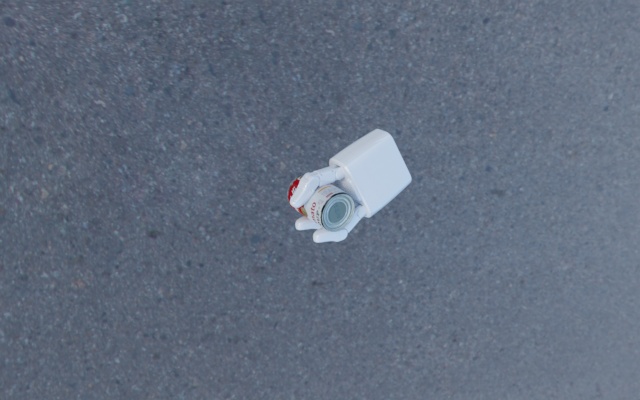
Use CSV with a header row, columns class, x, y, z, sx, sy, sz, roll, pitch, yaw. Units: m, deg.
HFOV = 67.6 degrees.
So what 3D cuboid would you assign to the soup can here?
class,x,y,z,sx,sy,sz,roll,pitch,yaw
soup can,0.000,0.003,0.784,0.068,0.068,0.102,0,20,-38
